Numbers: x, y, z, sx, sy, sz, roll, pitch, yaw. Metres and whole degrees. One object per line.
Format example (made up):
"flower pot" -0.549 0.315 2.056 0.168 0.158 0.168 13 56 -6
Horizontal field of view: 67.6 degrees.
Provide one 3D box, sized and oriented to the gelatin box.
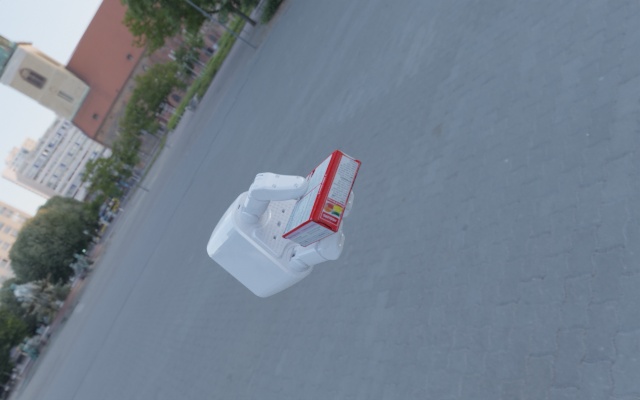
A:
"gelatin box" 0.000 0.001 0.459 0.030 0.073 0.089 26 -22 -13
